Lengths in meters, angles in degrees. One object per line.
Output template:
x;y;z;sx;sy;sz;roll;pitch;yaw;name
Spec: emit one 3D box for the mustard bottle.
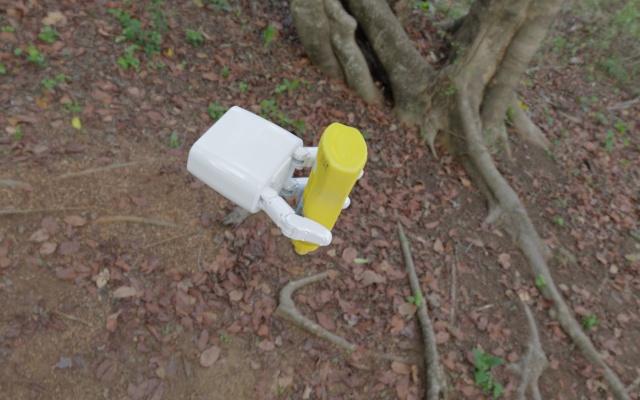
0.000;0.002;0.616;0.058;0.192;0.096;15;40;-10;mustard bottle
